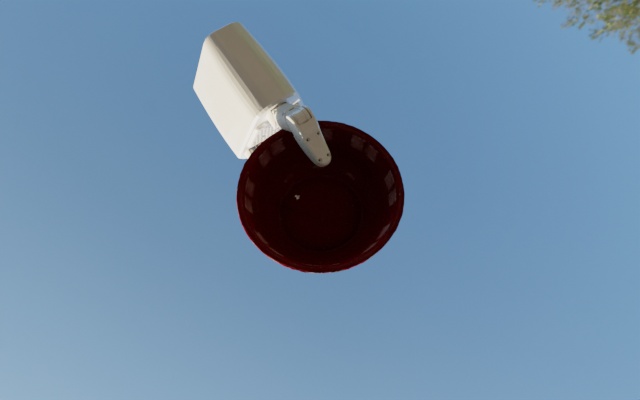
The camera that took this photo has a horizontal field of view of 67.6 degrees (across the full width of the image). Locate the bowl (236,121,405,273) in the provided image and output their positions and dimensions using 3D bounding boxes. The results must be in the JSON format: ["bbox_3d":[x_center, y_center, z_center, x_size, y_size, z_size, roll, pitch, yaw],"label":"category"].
[{"bbox_3d":[0.001,0.003,0.480,0.162,0.162,0.055,0,-25,0],"label":"bowl"}]
